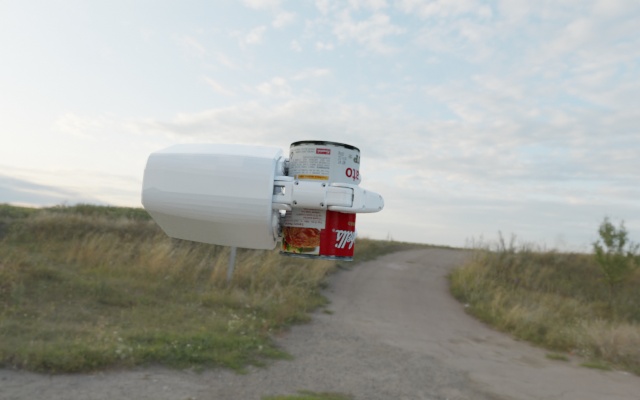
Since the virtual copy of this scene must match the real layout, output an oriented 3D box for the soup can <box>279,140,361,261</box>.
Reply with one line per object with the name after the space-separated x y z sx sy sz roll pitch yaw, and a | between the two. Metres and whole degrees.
0.001 0.001 0.438 0.068 0.102 0.068 5 -4 0 | soup can
